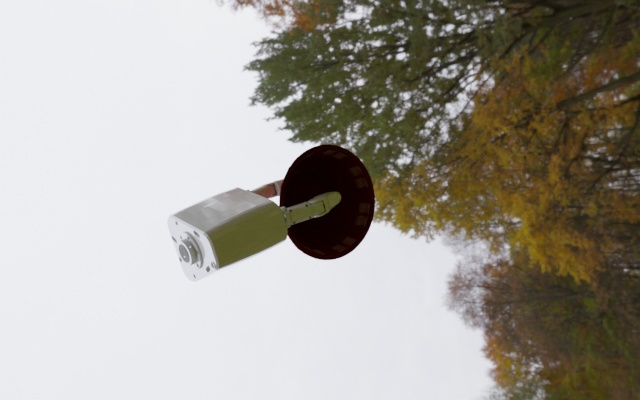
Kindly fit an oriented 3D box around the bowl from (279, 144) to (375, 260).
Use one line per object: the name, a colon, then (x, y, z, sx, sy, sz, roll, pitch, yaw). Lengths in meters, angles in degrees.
bowl: (0.001, 0.002, 0.687, 0.162, 0.162, 0.055, 0, 1, -33)
